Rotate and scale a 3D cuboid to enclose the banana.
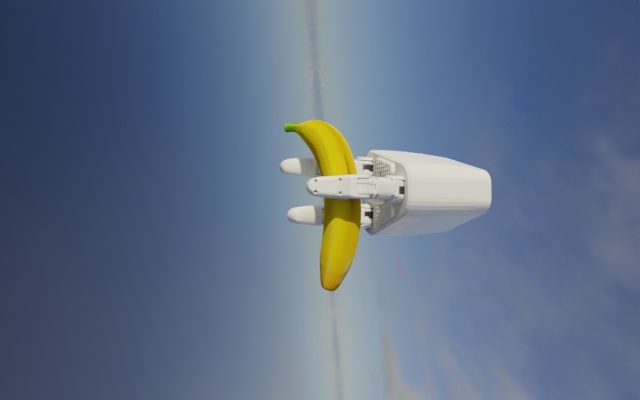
[{"bbox_3d":[0.011,-0.009,0.495,0.037,0.197,0.070,8,-30,-41],"label":"banana"}]
